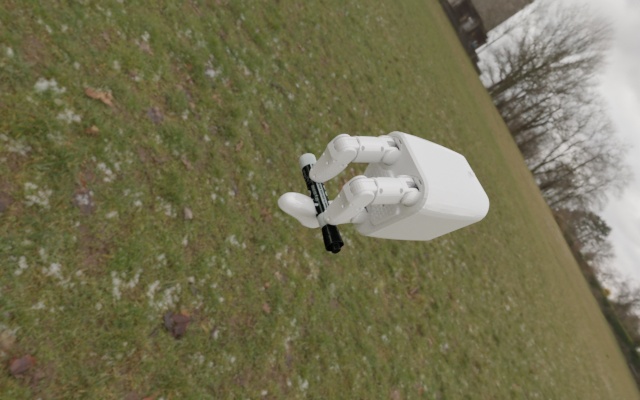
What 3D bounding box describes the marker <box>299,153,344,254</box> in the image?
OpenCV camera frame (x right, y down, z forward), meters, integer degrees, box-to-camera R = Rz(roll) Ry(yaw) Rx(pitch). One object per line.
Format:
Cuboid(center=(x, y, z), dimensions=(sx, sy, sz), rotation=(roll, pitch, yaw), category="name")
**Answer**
Cuboid(center=(0.000, 0.002, 0.495), dimensions=(0.020, 0.121, 0.020), rotation=(-12, -34, -8), category="marker")
